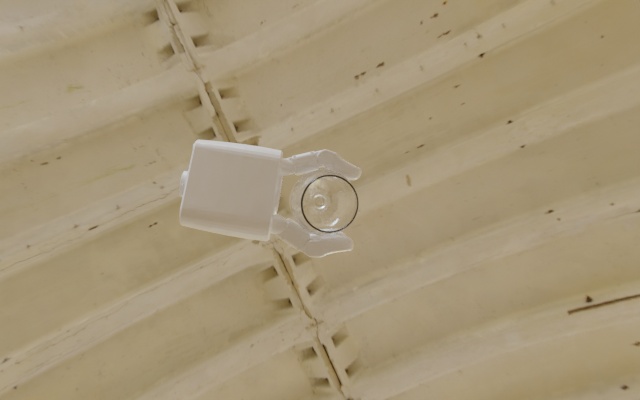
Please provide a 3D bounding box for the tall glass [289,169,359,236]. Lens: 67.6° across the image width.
[{"bbox_3d":[0.000,0.002,0.600,0.079,0.079,0.201,0,1,-6],"label":"tall glass"}]
